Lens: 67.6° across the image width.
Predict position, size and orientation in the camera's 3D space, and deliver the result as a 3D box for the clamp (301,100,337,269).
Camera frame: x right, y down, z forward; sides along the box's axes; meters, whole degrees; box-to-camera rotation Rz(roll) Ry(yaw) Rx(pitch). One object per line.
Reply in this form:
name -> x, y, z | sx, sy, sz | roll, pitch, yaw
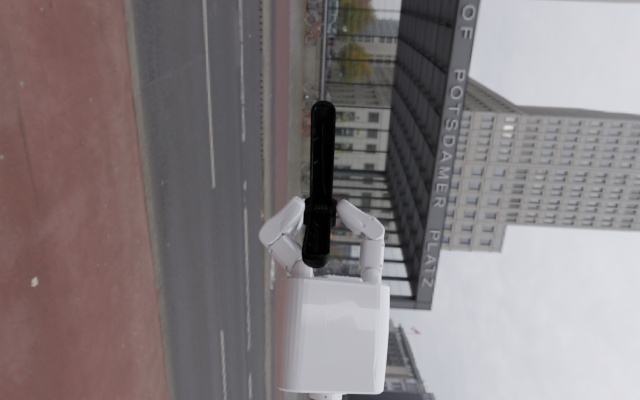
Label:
clamp -> 0.001, 0.002, 0.522 | 0.036, 0.164, 0.210 | 4, -14, 1
